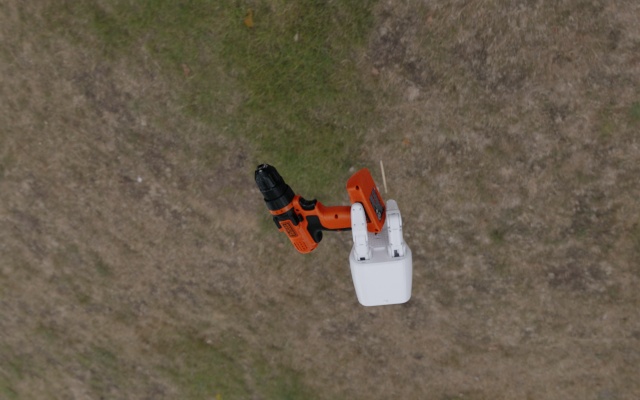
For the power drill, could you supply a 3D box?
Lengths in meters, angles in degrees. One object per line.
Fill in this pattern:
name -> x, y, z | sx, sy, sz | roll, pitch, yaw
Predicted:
power drill -> 0.001, 0.003, 0.783 | 0.187, 0.184, 0.057 | -10, 36, 30
